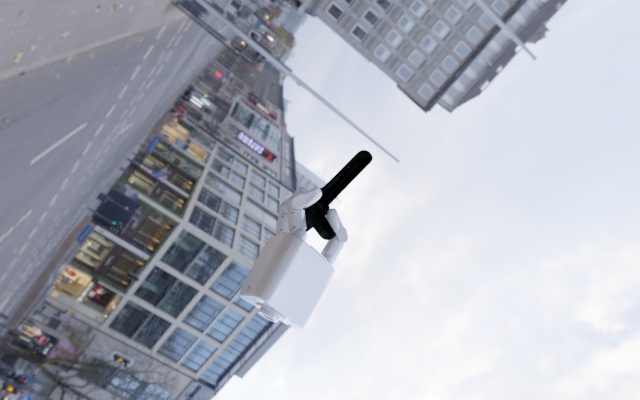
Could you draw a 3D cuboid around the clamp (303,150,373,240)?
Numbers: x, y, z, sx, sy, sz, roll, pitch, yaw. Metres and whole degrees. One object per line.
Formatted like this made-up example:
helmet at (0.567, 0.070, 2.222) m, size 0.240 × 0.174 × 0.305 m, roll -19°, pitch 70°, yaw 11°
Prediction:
clamp at (0.000, 0.003, 0.779) m, size 0.036 × 0.164 × 0.210 m, roll 39°, pitch -25°, yaw -16°
